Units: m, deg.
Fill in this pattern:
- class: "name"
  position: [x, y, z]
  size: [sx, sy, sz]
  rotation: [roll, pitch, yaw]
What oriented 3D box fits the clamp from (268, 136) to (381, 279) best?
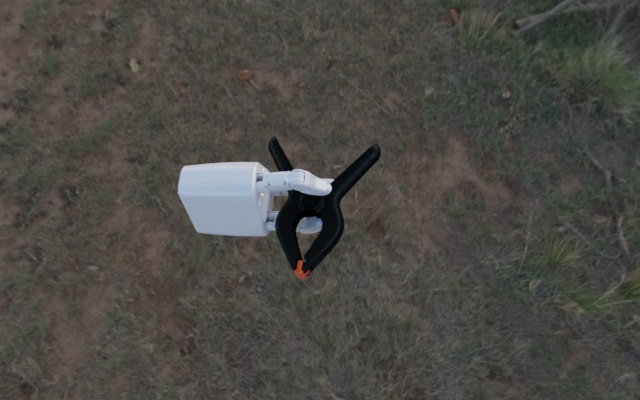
- class: "clamp"
  position: [0.000, 0.002, 0.658]
  size: [0.164, 0.210, 0.036]
  rotation: [-1, -23, 10]
